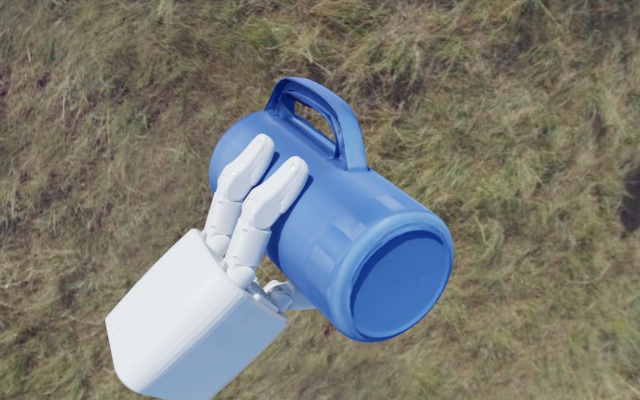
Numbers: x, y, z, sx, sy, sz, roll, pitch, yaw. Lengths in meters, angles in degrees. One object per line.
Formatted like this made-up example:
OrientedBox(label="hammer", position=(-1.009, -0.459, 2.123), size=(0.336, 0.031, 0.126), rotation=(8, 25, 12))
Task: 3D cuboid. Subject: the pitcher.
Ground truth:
OrientedBox(label="pitcher", position=(0.000, 0.002, 0.422), size=(0.149, 0.145, 0.242), rotation=(52, -8, -37))
